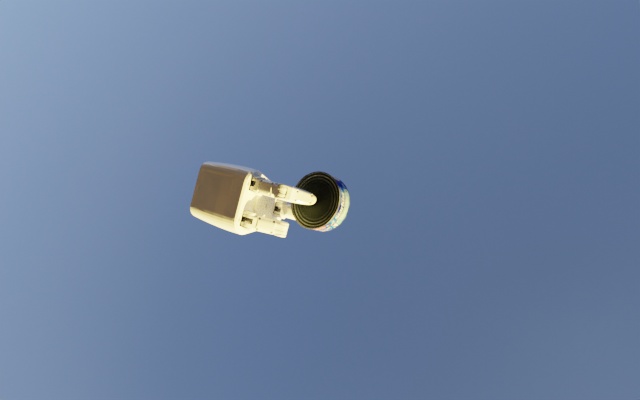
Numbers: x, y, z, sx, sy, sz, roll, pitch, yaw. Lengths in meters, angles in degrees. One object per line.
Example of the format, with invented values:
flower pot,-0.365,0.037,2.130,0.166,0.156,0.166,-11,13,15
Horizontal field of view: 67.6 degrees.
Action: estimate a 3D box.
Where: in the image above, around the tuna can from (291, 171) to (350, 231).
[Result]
tuna can,0.000,0.002,0.706,0.086,0.086,0.034,0,-11,34
